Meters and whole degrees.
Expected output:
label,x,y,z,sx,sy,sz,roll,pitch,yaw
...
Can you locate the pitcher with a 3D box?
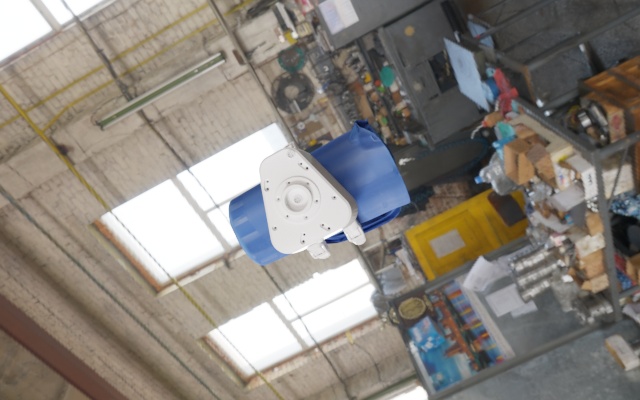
label,x,y,z,sx,sy,sz,roll,pitch,yaw
pitcher,0.000,0.002,0.693,0.243,0.149,0.145,-27,-2,5
